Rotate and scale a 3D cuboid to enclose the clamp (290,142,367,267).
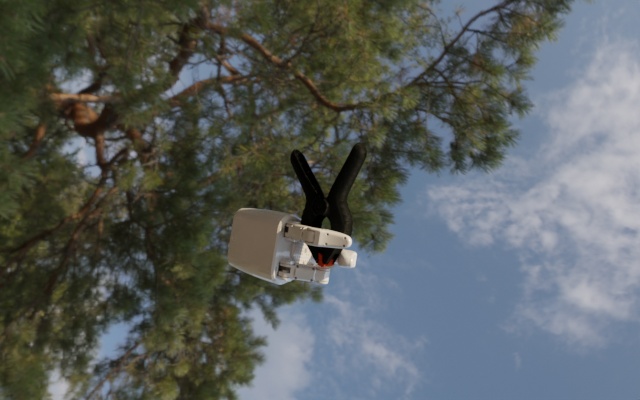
[{"bbox_3d":[0.001,0.002,0.659,0.120,0.171,0.039,9,0,41],"label":"clamp"}]
